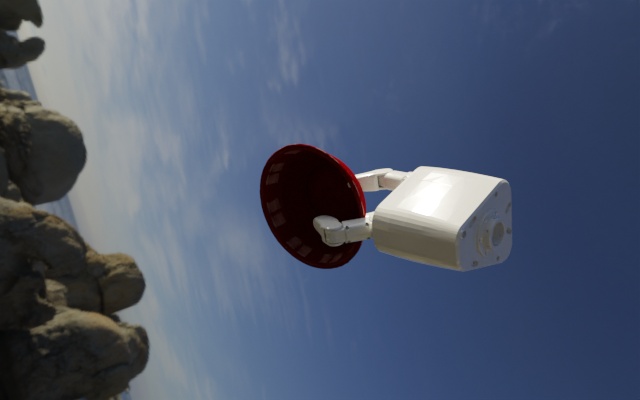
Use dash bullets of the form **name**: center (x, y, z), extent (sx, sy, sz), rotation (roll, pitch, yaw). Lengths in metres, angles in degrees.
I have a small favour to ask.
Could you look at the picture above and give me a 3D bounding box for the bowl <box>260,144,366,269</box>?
- **bowl**: center (-0.001, 0.001, 0.602), extent (0.162, 0.162, 0.055), rotation (0, 19, 38)
